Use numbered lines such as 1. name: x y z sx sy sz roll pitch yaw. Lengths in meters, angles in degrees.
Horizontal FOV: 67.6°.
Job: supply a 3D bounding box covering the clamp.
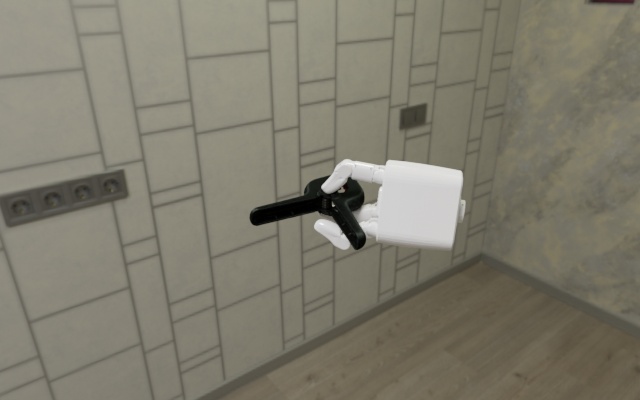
1. clamp: 0.001 0.001 0.712 0.164 0.036 0.210 10 26 10
